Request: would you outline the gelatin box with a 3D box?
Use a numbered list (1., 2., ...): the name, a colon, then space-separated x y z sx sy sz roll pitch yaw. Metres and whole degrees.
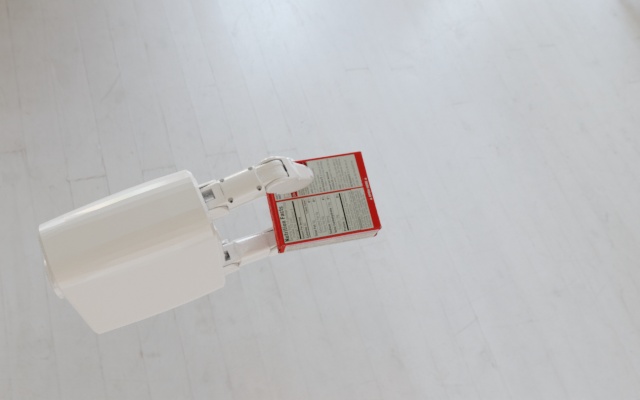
1. gelatin box: 0.000 0.001 0.411 0.089 0.073 0.030 -10 -19 -11
